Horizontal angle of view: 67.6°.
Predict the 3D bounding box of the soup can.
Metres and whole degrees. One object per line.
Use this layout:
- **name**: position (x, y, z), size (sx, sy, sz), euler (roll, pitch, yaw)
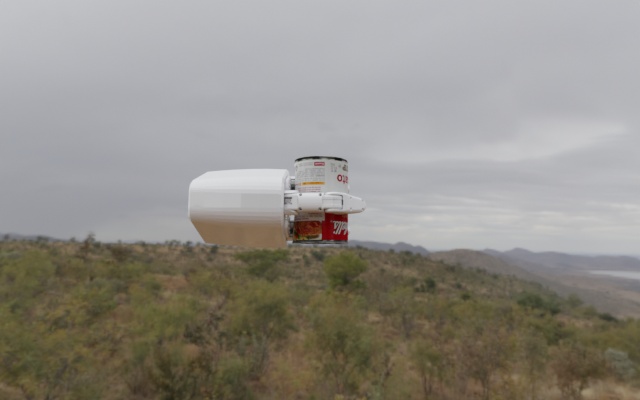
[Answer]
- **soup can**: position (0.001, 0.002, 0.581), size (0.068, 0.102, 0.068), euler (1, -6, 0)
